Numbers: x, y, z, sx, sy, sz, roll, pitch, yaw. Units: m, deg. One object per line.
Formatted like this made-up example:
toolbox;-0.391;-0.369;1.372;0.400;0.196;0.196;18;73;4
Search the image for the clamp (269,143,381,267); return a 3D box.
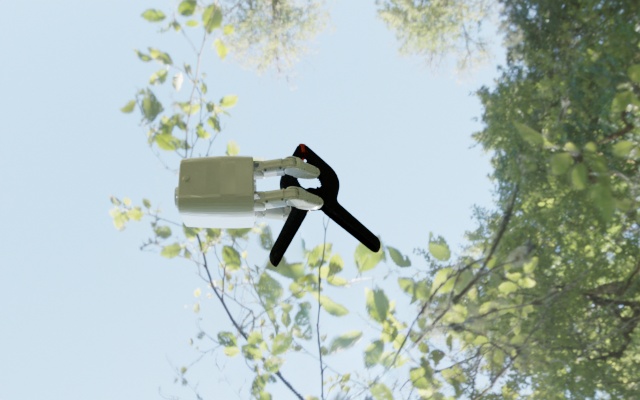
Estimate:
clamp;0.000;0.002;0.734;0.164;0.209;0.036;0;-32;-11
